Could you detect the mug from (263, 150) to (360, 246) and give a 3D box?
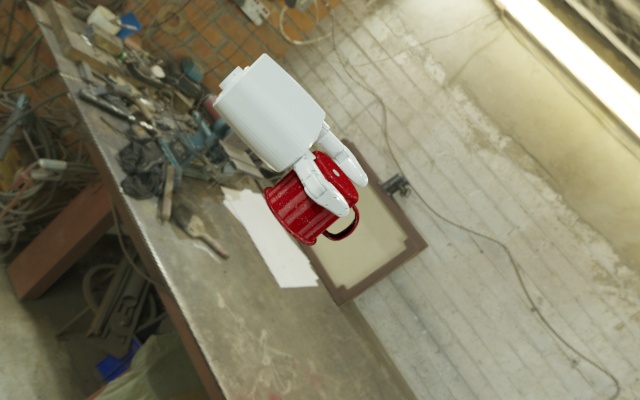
[{"bbox_3d":[0.001,0.003,0.583,0.081,0.117,0.093,-41,18,14],"label":"mug"}]
